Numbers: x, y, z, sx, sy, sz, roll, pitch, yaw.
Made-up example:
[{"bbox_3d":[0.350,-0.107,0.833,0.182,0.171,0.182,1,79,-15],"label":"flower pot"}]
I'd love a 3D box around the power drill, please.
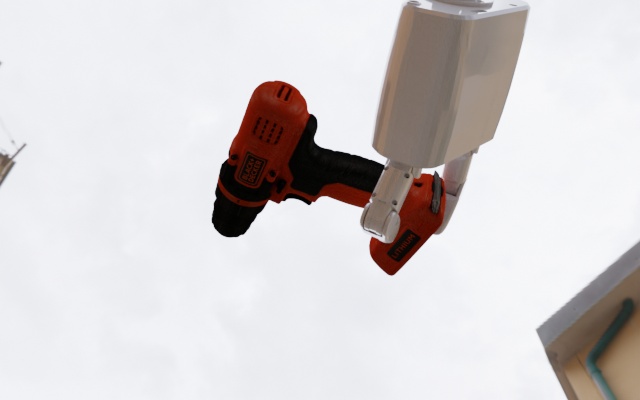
[{"bbox_3d":[0.001,0.001,0.430,0.187,0.057,0.184,22,-43,-9],"label":"power drill"}]
